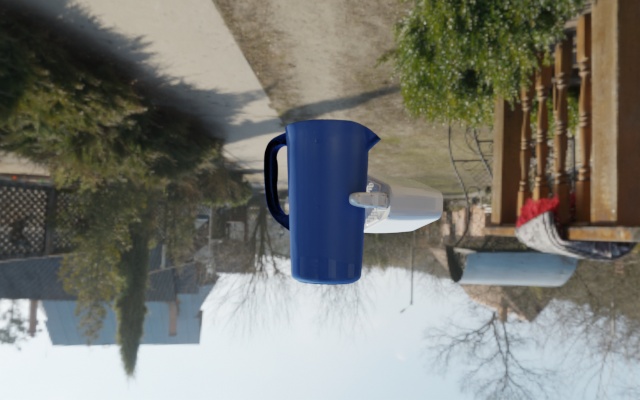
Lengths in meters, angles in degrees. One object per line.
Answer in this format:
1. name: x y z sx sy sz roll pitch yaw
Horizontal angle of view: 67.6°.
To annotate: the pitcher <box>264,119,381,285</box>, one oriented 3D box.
1. pitcher: 0.000 0.002 0.739 0.145 0.243 0.149 3 -3 -27
